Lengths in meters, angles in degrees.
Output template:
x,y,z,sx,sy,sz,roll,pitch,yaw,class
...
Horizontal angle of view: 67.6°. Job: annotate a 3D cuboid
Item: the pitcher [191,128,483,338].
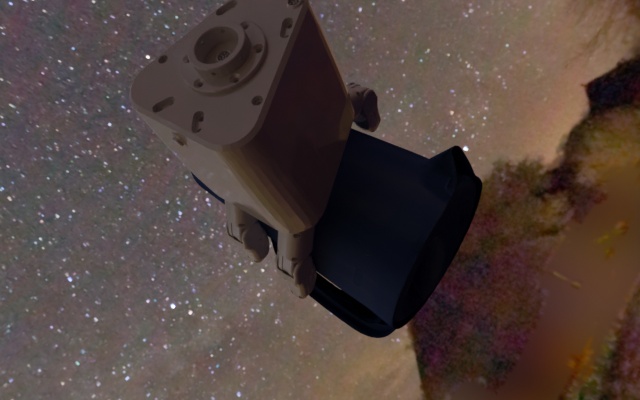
x,y,z,sx,sy,sz,roll,pitch,yaw,class
0.000,0.001,0.422,0.242,0.149,0.145,29,-12,26,pitcher
